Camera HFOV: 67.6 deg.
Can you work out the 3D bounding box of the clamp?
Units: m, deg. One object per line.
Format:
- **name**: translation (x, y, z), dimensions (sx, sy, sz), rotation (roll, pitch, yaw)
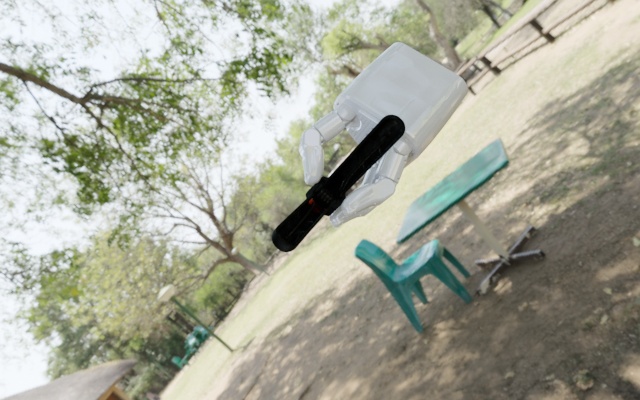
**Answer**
- **clamp**: translation (0.000, 0.001, 0.510), dimensions (0.164, 0.036, 0.210), rotation (-45, -1, -18)
